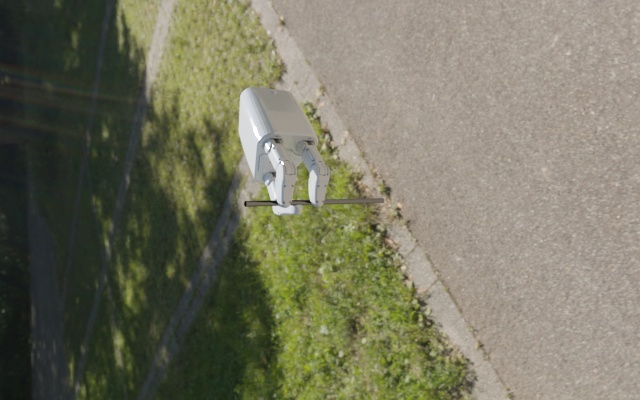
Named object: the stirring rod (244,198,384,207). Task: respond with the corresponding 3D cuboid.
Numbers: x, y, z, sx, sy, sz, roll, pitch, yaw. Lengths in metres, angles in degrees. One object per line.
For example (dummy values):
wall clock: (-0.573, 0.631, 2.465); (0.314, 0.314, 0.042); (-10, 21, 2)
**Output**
stirring rod: (0.000, 0.002, 0.698); (0.239, 0.011, 0.011); (-1, 1, -34)
